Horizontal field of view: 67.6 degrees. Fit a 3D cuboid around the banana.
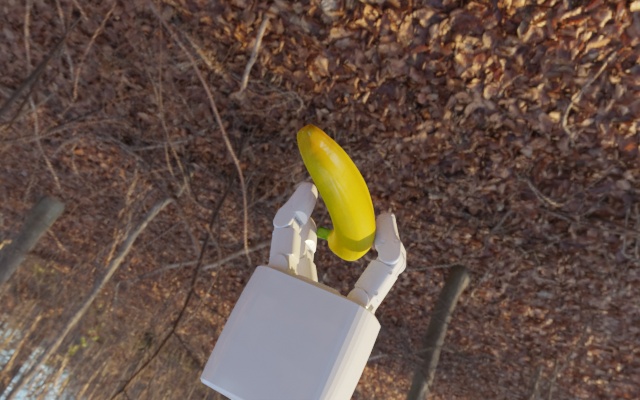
[{"bbox_3d":[0.017,0.010,0.418,0.069,0.037,0.198,24,-25,15],"label":"banana"}]
